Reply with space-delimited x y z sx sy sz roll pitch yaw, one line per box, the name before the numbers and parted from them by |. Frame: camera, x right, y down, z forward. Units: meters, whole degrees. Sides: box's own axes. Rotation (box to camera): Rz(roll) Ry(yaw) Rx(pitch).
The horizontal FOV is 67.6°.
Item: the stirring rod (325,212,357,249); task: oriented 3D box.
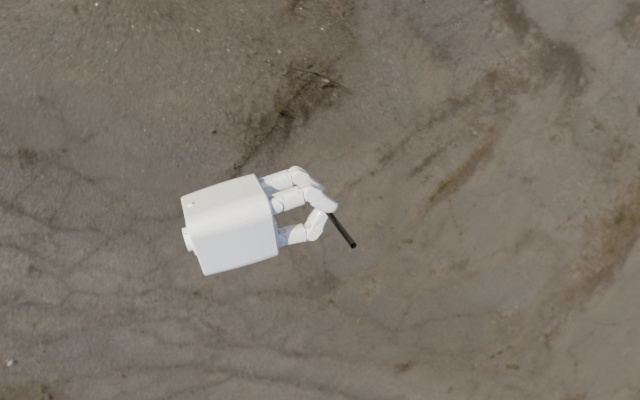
stirring rod | 0.000 0.002 0.679 0.011 0.011 0.239 0 26 -22
